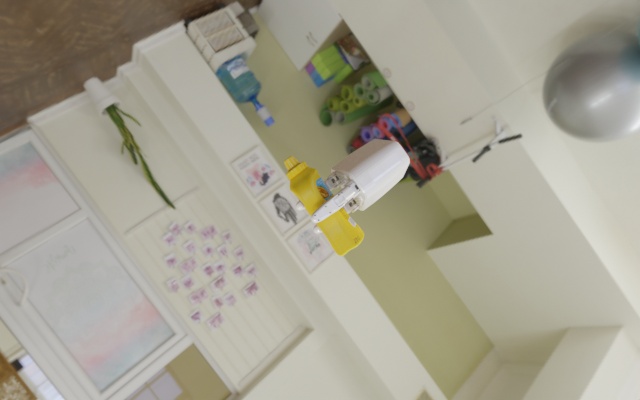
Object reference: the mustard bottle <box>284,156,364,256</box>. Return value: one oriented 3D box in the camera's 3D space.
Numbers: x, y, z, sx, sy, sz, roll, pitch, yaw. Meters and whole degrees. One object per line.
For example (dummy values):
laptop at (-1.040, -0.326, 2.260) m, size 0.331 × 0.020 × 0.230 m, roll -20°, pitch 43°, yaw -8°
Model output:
mustard bottle at (0.000, 0.003, 0.841) m, size 0.058 × 0.191 × 0.096 m, roll -35°, pitch 3°, yaw 14°
